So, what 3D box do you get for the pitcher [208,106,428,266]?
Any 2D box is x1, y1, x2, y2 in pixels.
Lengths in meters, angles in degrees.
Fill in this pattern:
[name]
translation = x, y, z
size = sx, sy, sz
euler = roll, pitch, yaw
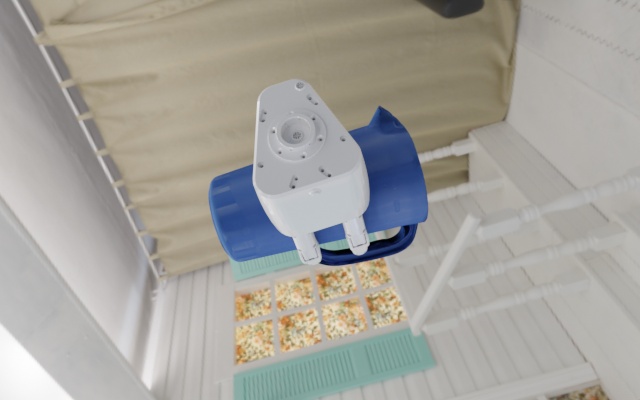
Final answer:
[pitcher]
translation = 0.000, 0.002, 0.579
size = 0.243, 0.149, 0.145
euler = -16, -20, 1
